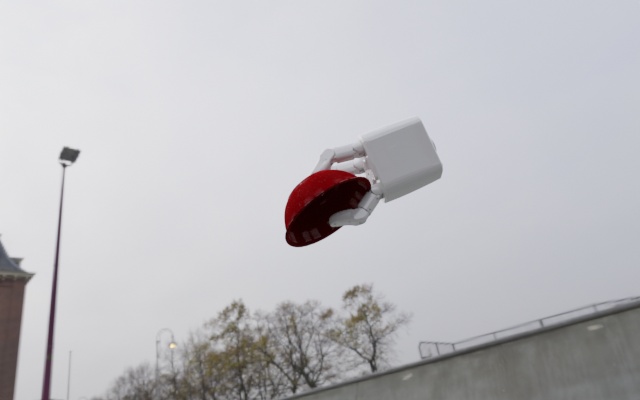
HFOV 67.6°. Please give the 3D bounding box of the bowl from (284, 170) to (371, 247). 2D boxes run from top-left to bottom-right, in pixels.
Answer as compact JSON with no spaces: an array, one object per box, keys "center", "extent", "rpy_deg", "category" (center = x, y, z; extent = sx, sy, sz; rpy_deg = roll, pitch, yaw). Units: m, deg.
[{"center":[-0.001,0.003,0.755],"extent":[0.162,0.055,0.162],"rpy_deg":[-30,-25,-16],"category":"bowl"}]
